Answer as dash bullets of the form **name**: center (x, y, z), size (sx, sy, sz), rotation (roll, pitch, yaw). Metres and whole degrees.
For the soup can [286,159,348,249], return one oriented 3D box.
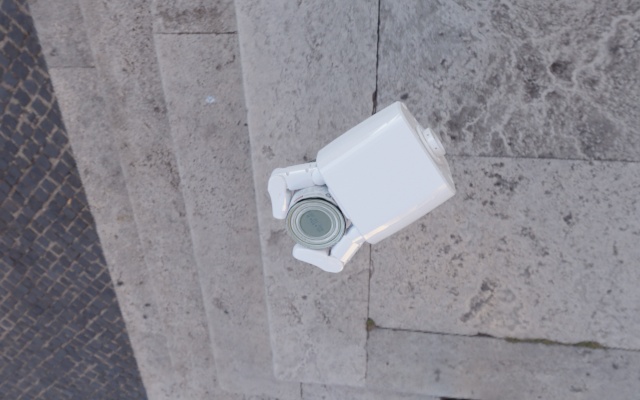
- **soup can**: center (0.000, 0.002, 0.558), size (0.068, 0.068, 0.102), rotation (0, 30, 7)
